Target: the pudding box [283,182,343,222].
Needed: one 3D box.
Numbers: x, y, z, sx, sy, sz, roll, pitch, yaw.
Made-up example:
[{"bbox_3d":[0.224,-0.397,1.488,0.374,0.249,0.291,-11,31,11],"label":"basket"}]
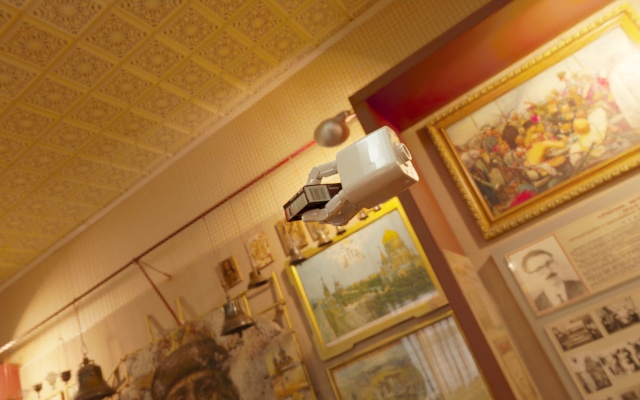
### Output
[{"bbox_3d":[0.000,0.003,0.883,0.113,0.039,0.090,-3,-24,-33],"label":"pudding box"}]
